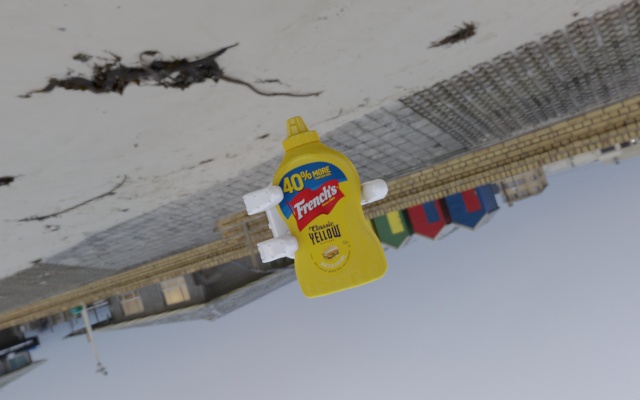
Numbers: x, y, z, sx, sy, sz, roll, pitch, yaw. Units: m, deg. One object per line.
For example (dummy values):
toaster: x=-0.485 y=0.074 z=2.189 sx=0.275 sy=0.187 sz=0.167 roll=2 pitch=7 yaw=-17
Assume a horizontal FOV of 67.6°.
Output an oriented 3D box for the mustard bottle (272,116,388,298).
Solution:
mustard bottle: x=0.000 y=0.002 z=0.519 sx=0.096 sy=0.191 sz=0.058 roll=-18 pitch=-2 yaw=15
